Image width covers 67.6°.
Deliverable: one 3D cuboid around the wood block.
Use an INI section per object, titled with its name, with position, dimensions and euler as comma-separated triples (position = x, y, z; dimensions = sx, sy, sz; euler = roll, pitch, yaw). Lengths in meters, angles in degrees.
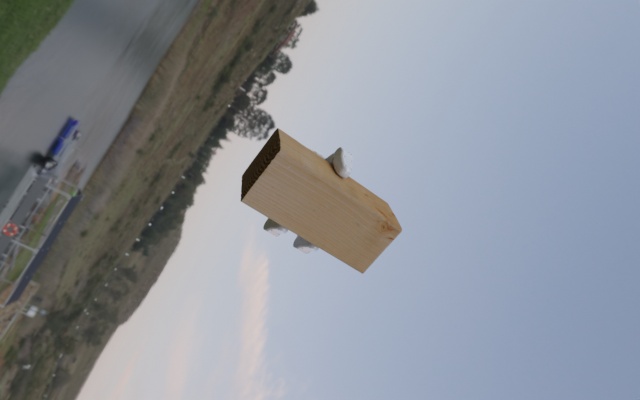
[wood block]
position = 0.000, 0.002, 0.668
dimensions = 0.206, 0.091, 0.090
euler = 32, 18, -21
